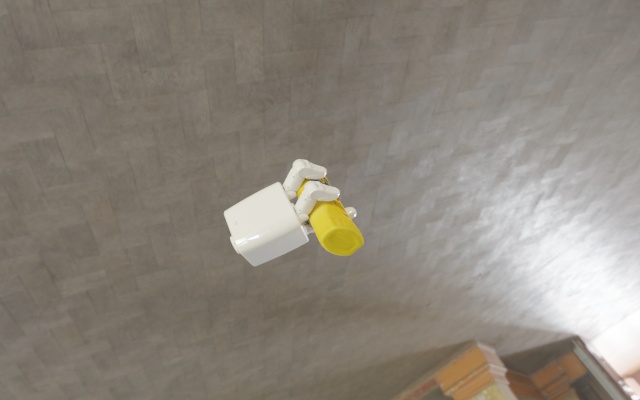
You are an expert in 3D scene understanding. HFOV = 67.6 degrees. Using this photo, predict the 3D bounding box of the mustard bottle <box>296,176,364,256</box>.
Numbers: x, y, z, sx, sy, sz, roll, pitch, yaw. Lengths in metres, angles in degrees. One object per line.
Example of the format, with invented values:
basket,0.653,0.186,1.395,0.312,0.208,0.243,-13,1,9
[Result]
mustard bottle,0.001,0.003,0.811,0.058,0.191,0.096,-43,-41,15
